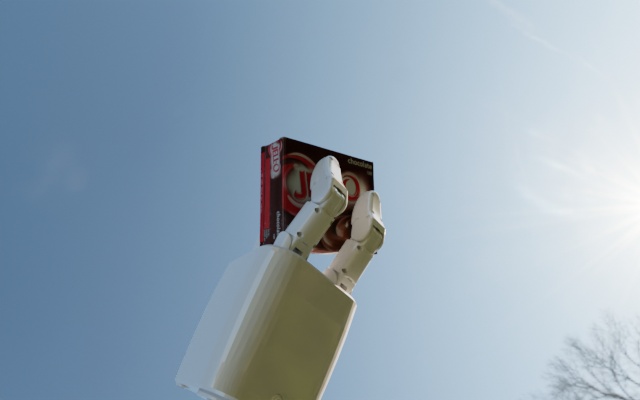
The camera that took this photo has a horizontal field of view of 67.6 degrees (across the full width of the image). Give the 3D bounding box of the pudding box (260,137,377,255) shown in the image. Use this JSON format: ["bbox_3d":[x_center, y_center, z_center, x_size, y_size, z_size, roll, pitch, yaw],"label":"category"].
[{"bbox_3d":[0.000,0.001,0.422,0.113,0.090,0.039,11,-16,-44],"label":"pudding box"}]
